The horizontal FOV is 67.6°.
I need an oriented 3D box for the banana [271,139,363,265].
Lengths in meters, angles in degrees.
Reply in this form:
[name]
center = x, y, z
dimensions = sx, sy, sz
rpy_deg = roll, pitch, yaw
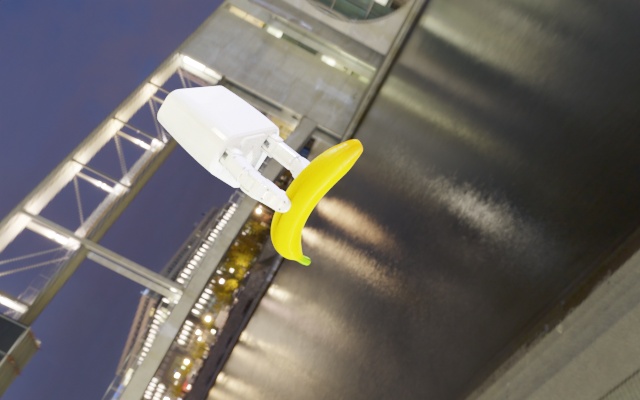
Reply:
[banana]
center = -0.016, 0.006, 0.564
dimensions = 0.069, 0.198, 0.037
rpy_deg = -6, 47, -34
